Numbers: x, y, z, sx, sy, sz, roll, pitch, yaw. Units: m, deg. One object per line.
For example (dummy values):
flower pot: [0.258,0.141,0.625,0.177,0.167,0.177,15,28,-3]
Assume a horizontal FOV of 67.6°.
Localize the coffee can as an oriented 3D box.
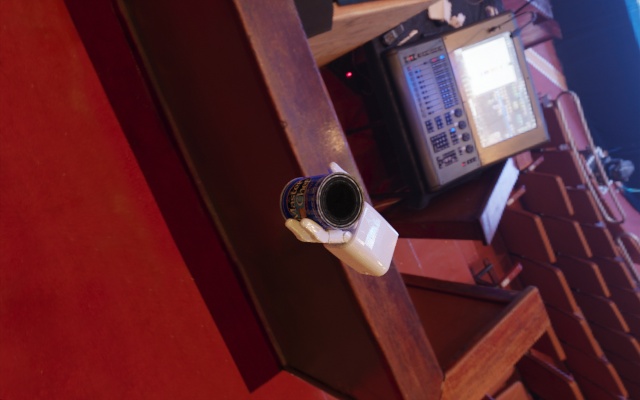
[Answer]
coffee can: [0.000,0.003,0.897,0.103,0.103,0.140,0,-2,-32]
